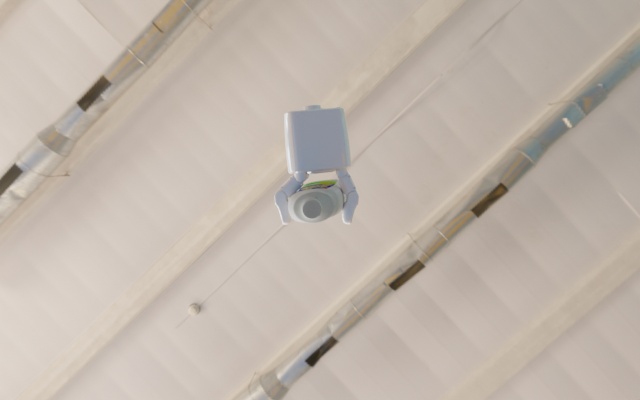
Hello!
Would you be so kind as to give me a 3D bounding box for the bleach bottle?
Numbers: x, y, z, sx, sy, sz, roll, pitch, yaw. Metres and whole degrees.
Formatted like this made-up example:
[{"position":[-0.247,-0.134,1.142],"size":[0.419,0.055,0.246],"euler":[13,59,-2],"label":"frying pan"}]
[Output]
[{"position":[0.000,0.003,0.838],"size":[0.102,0.068,0.251],"euler":[-6,4,3],"label":"bleach bottle"}]
